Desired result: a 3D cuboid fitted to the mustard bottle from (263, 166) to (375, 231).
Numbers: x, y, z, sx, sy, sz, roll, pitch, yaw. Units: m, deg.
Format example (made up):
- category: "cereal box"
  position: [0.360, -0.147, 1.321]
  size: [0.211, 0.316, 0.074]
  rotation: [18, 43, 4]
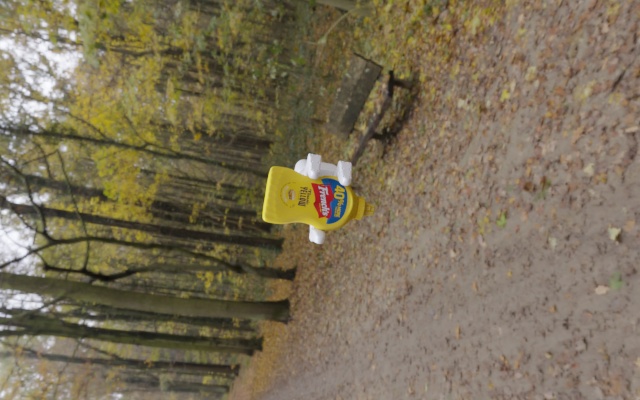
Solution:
- category: "mustard bottle"
  position: [0.000, 0.003, 0.830]
  size: [0.191, 0.096, 0.058]
  rotation: [9, -12, -8]
